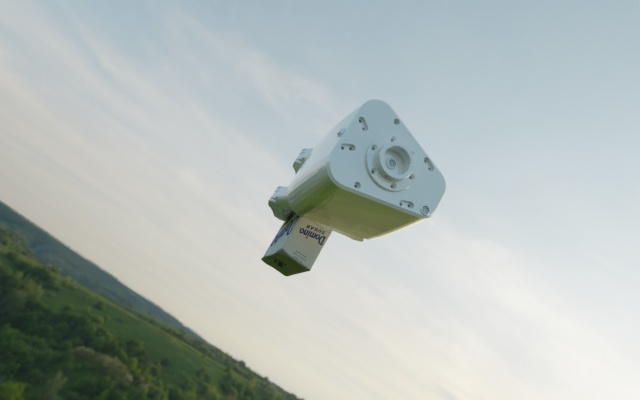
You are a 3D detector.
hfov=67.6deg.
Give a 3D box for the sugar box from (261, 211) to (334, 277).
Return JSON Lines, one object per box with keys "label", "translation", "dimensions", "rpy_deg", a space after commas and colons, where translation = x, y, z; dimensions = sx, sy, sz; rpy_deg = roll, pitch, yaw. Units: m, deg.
{"label": "sugar box", "translation": [0.000, 0.001, 0.559], "dimensions": [0.048, 0.176, 0.093], "rpy_deg": [37, -22, -9]}
